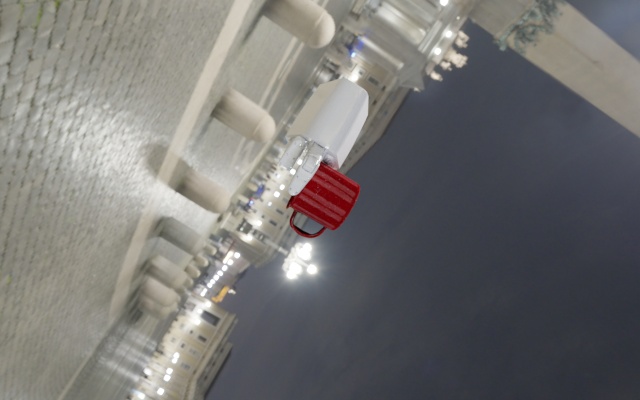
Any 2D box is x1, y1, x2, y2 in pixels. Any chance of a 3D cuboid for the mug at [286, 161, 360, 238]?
[{"bbox_3d":[0.000,0.004,0.718,0.081,0.117,0.093,31,-5,-7],"label":"mug"}]
